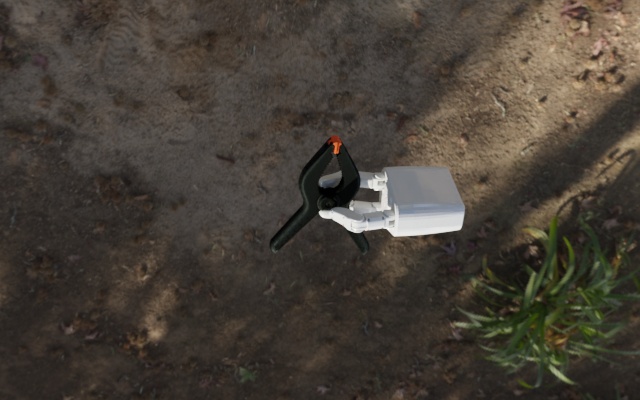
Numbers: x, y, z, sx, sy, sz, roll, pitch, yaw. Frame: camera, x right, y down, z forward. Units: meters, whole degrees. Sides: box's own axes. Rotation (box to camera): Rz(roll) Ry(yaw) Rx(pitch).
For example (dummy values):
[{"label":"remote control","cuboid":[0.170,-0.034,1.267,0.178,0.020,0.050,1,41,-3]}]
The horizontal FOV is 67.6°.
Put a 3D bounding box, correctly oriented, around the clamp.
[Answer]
[{"label":"clamp","cuboid":[0.000,0.002,0.737,0.164,0.210,0.036,-4,31,-8]}]
